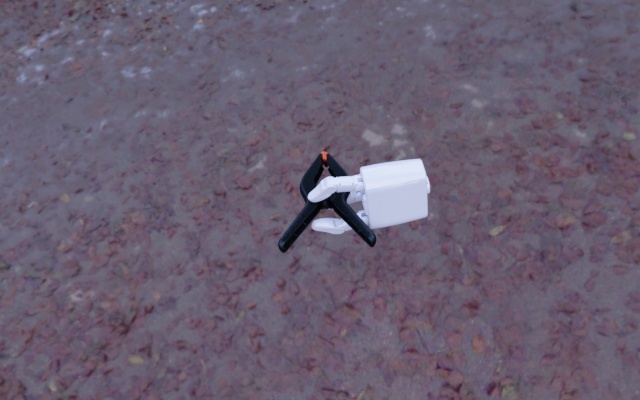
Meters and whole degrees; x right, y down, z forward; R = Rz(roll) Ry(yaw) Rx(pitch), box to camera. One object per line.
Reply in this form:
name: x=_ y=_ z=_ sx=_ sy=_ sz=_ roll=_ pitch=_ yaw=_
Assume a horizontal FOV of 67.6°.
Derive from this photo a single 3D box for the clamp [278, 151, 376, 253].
clamp: x=0.000 y=0.002 z=0.849 sx=0.164 sy=0.209 sz=0.036 roll=-9 pitch=-35 yaw=0
